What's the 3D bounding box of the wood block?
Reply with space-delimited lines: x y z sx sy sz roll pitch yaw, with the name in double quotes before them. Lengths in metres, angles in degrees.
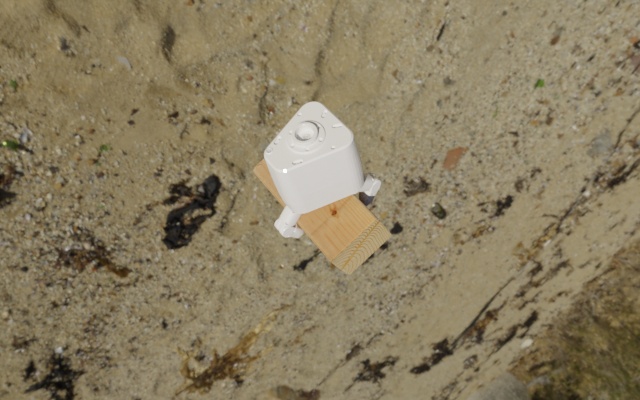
"wood block" 0.000 0.003 0.735 0.206 0.091 0.090 48 2 29
